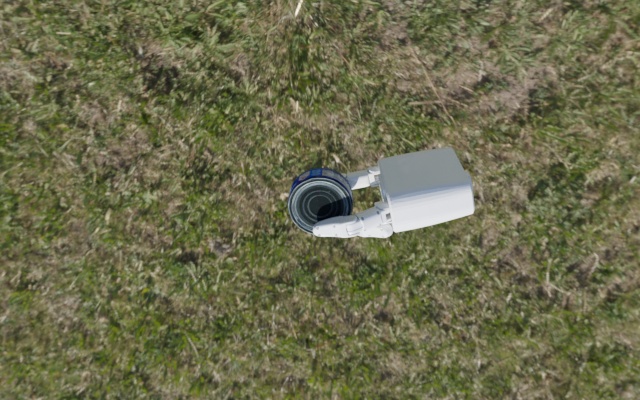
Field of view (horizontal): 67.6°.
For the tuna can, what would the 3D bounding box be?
[{"bbox_3d":[0.000,0.002,0.628,0.086,0.086,0.033,0,25,3],"label":"tuna can"}]
